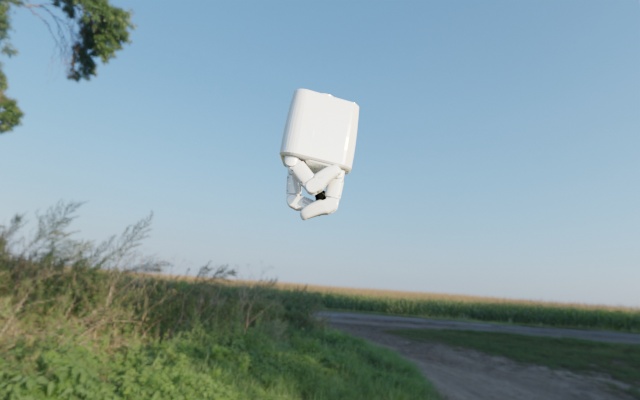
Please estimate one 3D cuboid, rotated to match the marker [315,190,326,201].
[{"bbox_3d":[0.000,0.003,0.781,0.020,0.020,0.121,0,-11,-1],"label":"marker"}]
